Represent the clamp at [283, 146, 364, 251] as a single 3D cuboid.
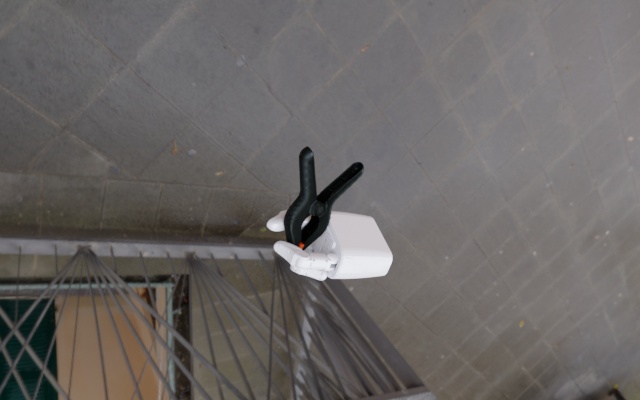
[{"bbox_3d":[0.000,0.003,0.734,0.120,0.171,0.039,5,26,-31],"label":"clamp"}]
